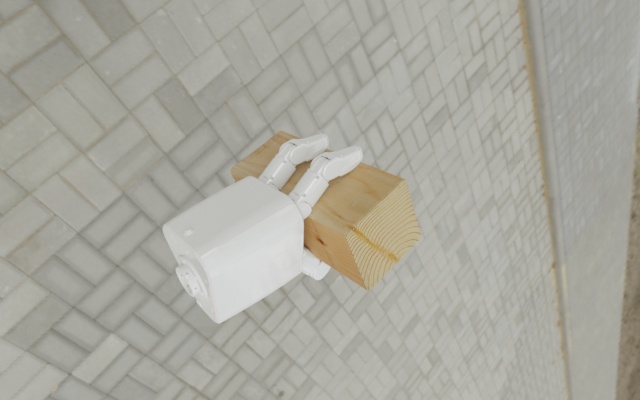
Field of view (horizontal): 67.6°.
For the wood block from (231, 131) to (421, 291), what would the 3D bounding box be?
[{"bbox_3d":[0.000,0.002,0.547,0.090,0.091,0.206,-41,43,-21],"label":"wood block"}]
